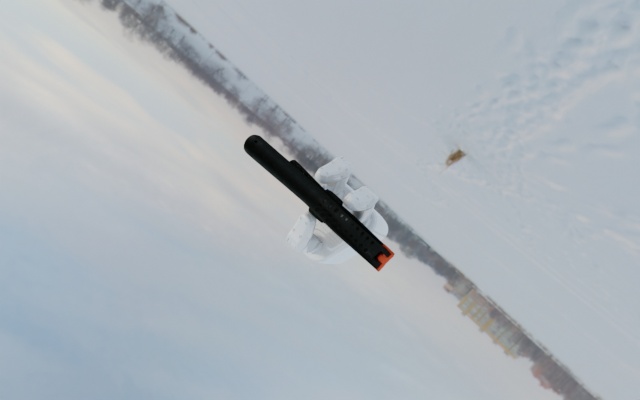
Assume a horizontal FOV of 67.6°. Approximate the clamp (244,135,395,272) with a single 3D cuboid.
[{"bbox_3d":[0.000,0.003,0.575,0.210,0.036,0.164,44,6,21],"label":"clamp"}]
